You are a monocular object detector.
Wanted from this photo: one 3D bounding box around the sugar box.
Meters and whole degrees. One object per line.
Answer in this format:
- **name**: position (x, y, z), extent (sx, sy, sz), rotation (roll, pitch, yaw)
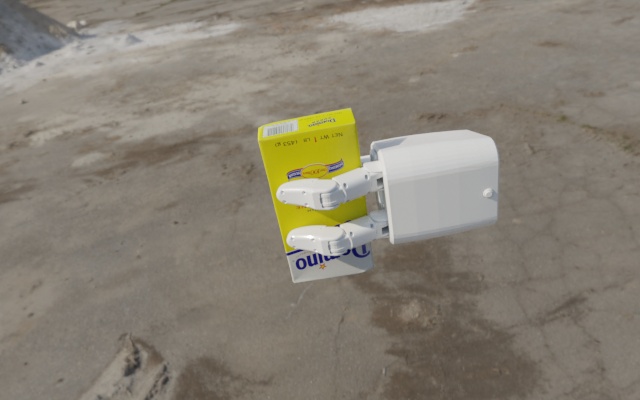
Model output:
- **sugar box**: position (0.000, 0.002, 0.489), extent (0.093, 0.176, 0.048), rotation (-10, 30, 2)
